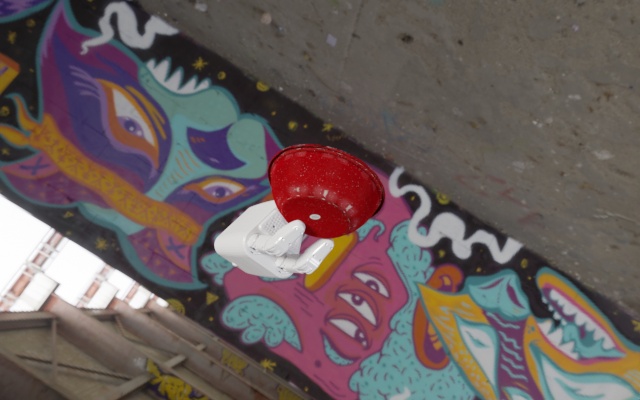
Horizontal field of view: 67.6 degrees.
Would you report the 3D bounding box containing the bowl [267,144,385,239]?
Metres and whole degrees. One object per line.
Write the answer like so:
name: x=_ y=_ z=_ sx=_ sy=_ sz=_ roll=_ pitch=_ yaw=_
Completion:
bowl: x=0.001 y=0.002 z=0.620 sx=0.162 sy=0.055 sz=0.162 roll=12 pitch=-36 yaw=9
